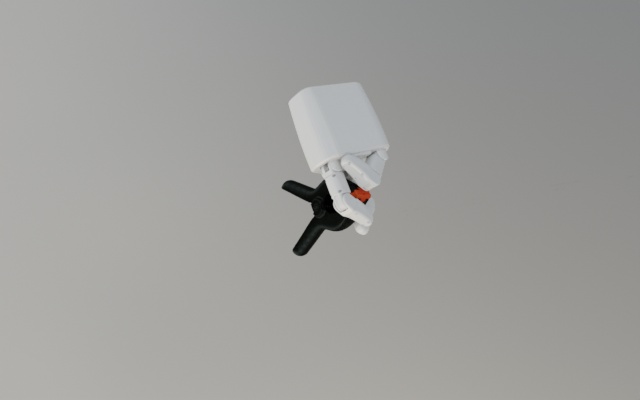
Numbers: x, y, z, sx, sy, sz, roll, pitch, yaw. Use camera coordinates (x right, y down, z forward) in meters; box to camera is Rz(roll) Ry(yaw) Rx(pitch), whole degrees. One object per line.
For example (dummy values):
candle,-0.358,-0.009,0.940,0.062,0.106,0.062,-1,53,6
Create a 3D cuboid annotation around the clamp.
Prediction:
clamp,0.000,0.002,0.705,0.039,0.120,0.171,-9,-16,-46
